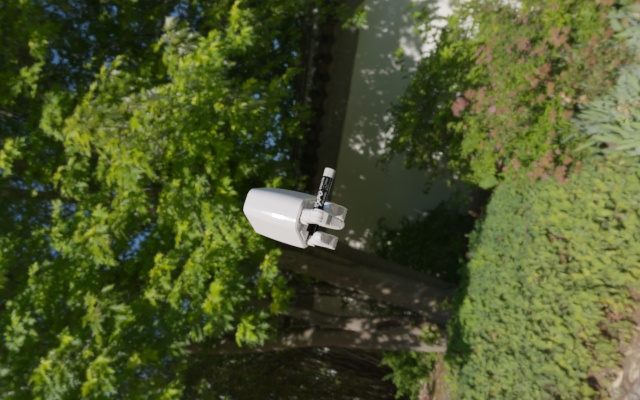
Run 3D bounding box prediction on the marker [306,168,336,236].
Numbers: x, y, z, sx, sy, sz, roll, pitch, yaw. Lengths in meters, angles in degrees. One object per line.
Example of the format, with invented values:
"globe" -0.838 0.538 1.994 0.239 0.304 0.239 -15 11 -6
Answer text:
"marker" 0.000 0.003 0.825 0.020 0.121 0.020 17 -10 3
